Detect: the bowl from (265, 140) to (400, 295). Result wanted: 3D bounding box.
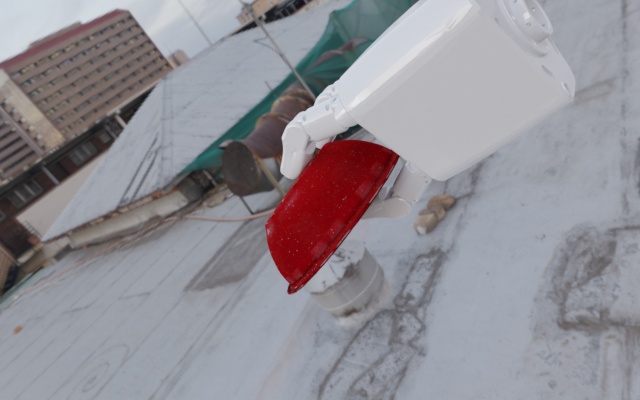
[{"bbox_3d":[-0.001,0.002,0.421,0.055,0.162,0.162,37,-2,-2],"label":"bowl"}]
